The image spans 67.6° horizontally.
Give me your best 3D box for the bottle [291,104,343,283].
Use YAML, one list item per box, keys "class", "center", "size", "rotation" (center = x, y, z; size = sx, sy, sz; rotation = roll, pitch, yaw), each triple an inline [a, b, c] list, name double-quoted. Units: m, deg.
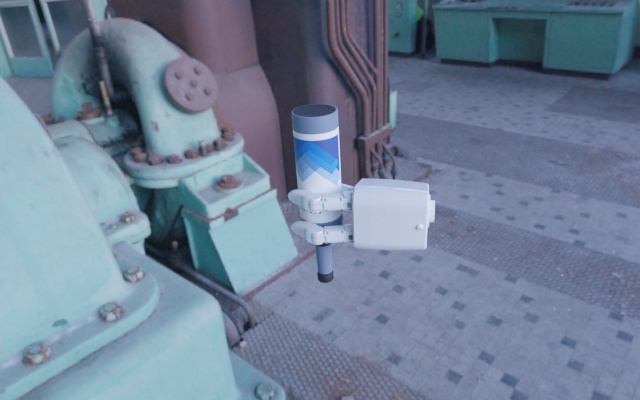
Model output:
- class: "bottle"
  center: [0.000, 0.002, 0.746]
  size: [0.069, 0.296, 0.069]
  rotation: [-3, 27, 2]
